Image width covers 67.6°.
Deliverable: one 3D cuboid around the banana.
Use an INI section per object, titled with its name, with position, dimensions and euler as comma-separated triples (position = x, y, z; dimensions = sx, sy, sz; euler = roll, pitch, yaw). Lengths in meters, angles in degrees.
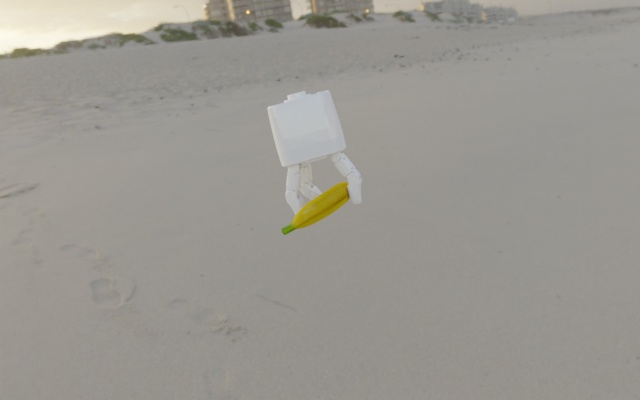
[banana]
position = 0.012, 0.001, 0.842
dimensions = 0.069, 0.037, 0.197
euler = -13, 13, 42
